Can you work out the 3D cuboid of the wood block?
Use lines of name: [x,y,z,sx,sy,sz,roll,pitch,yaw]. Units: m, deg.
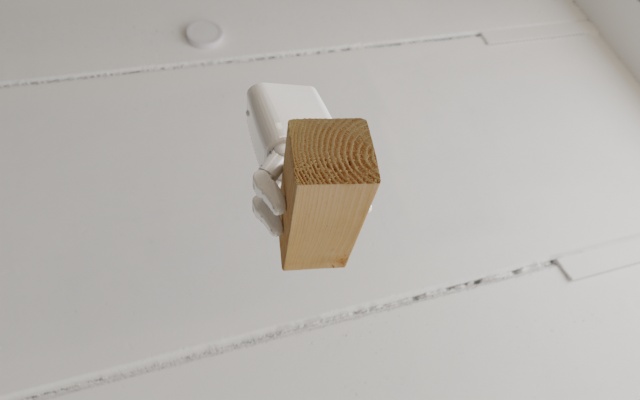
wood block: [0.000,0.002,0.585,0.091,0.090,0.206,-3,-32,-10]
